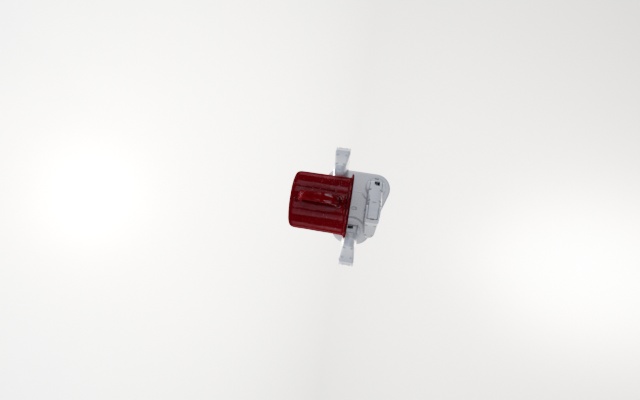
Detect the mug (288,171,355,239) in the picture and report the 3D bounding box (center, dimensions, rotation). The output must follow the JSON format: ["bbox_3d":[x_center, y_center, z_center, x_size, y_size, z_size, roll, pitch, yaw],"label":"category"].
[{"bbox_3d":[0.000,0.002,0.661,0.081,0.093,0.117,9,-3,5],"label":"mug"}]
